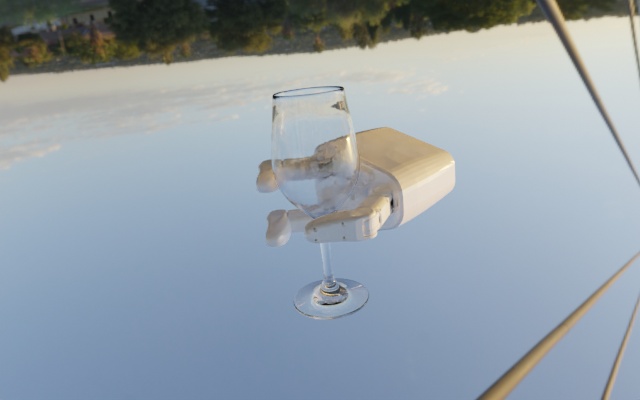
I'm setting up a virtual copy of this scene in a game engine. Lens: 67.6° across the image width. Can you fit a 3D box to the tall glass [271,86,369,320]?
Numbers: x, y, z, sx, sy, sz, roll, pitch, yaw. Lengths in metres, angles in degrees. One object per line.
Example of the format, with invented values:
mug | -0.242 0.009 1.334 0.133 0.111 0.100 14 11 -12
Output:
tall glass | 0.000 0.002 0.434 0.079 0.201 0.079 -6 19 2
